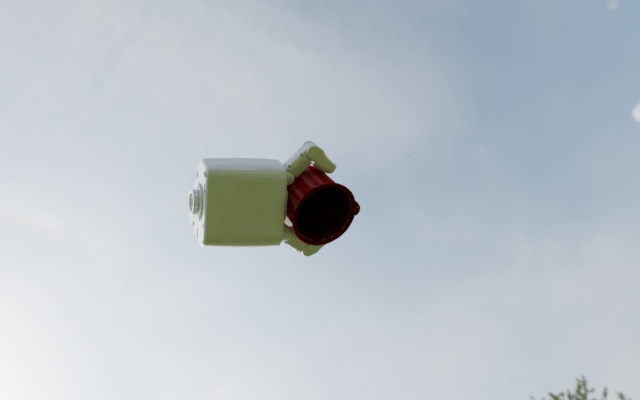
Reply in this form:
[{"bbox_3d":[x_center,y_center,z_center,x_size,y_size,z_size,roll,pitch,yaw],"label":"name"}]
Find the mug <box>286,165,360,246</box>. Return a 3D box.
[{"bbox_3d":[0.001,0.002,0.665,0.117,0.093,0.081,1,26,-28],"label":"mug"}]
